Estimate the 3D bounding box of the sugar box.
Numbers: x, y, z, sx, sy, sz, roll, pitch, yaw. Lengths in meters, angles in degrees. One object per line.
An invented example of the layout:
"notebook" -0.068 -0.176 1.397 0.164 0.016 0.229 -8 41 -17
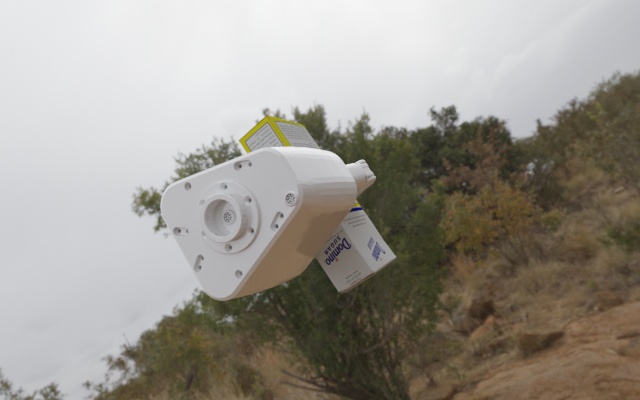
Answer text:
"sugar box" 0.000 0.002 0.474 0.048 0.176 0.093 -35 -11 19
